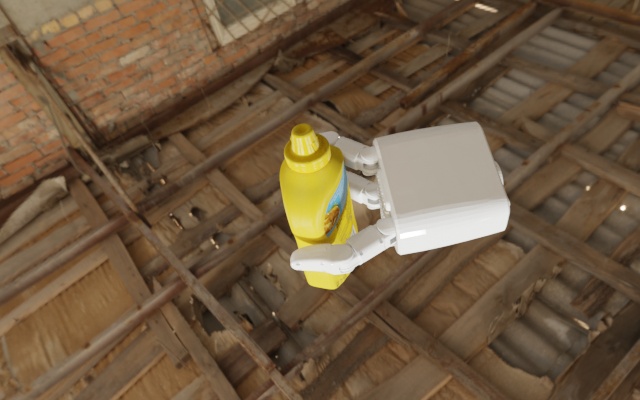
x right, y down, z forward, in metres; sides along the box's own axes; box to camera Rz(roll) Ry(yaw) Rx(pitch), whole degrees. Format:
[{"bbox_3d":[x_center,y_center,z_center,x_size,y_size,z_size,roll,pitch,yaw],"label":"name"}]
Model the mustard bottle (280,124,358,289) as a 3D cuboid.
[{"bbox_3d":[0.000,0.002,0.475,0.058,0.096,0.192,8,-38,18],"label":"mustard bottle"}]
